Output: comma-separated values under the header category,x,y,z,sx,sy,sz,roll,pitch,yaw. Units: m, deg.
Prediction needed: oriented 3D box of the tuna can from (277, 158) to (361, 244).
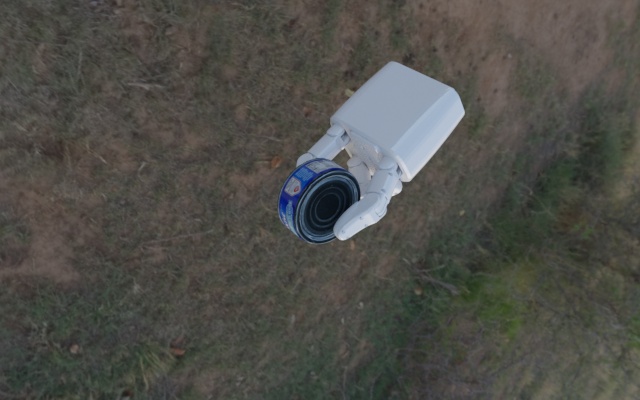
category,x,y,z,sx,sy,sz,roll,pitch,yaw
tuna can,0.000,0.002,0.495,0.086,0.086,0.033,0,24,-39
